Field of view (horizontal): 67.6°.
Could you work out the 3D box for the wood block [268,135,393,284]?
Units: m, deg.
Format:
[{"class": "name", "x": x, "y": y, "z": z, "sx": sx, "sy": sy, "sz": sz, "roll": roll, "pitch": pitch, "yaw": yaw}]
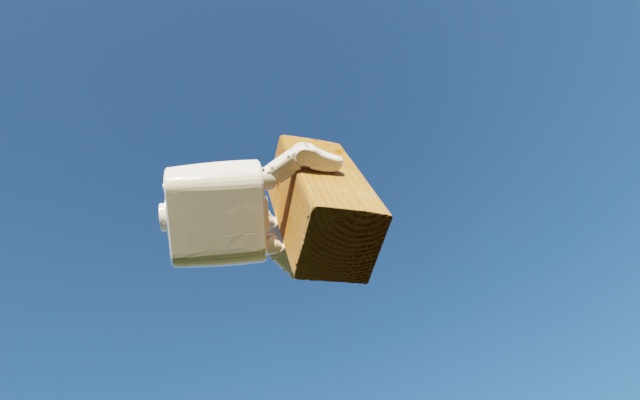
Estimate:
[{"class": "wood block", "x": 0.000, "y": 0.002, "z": 0.583, "sx": 0.090, "sy": 0.091, "sz": 0.206, "roll": 7, "pitch": 26, "yaw": -19}]
